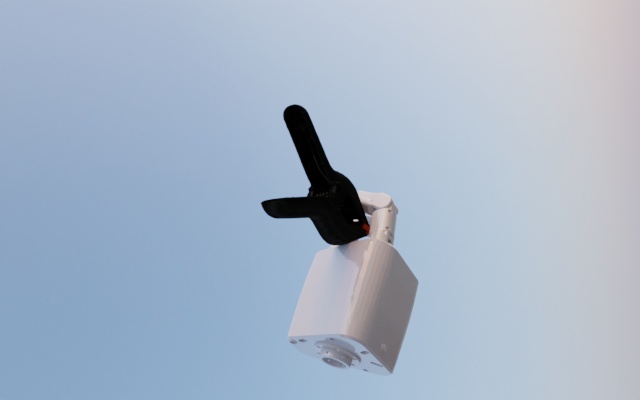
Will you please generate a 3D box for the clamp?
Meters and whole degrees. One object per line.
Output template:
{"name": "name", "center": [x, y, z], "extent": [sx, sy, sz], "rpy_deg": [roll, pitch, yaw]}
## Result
{"name": "clamp", "center": [0.000, 0.002, 0.480], "extent": [0.039, 0.120, 0.171], "rpy_deg": [-6, -42, 36]}
